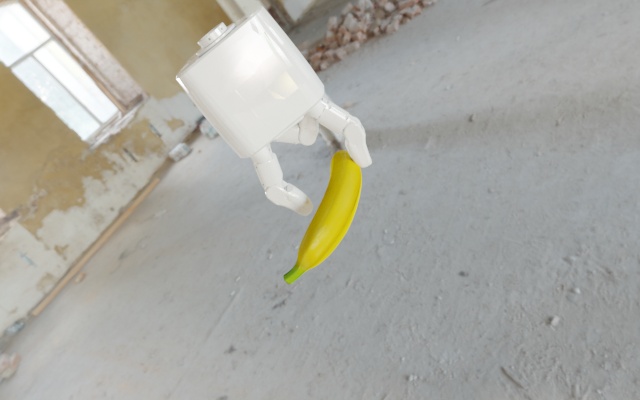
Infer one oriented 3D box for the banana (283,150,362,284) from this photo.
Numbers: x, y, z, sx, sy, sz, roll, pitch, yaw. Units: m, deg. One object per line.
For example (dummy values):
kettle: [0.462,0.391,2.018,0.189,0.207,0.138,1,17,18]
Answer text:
banana: [0.013,0.000,0.523,0.069,0.197,0.037,-17,-56,39]
